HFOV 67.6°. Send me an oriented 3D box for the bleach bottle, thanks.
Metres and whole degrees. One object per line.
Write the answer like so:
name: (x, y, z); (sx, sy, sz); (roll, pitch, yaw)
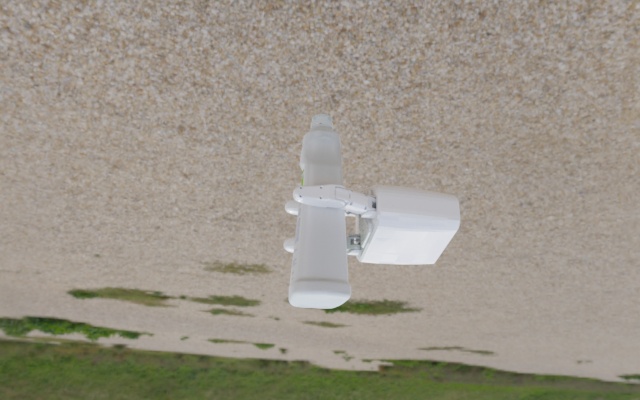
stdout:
bleach bottle: (0.000, 0.002, 0.599); (0.068, 0.250, 0.103); (5, -22, -8)
